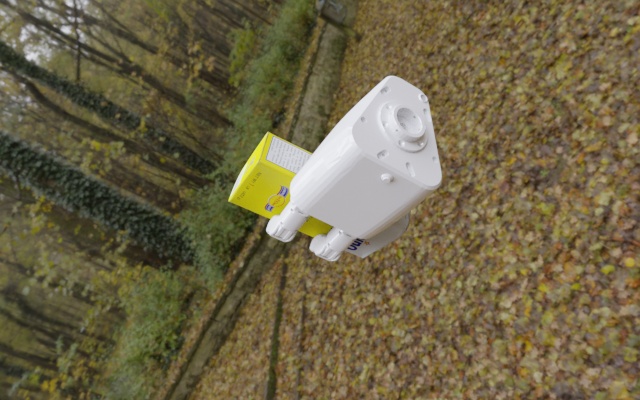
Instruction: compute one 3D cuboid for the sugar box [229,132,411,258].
[{"bbox_3d":[0.000,0.002,0.517,0.176,0.048,0.093,26,-35,-16],"label":"sugar box"}]
